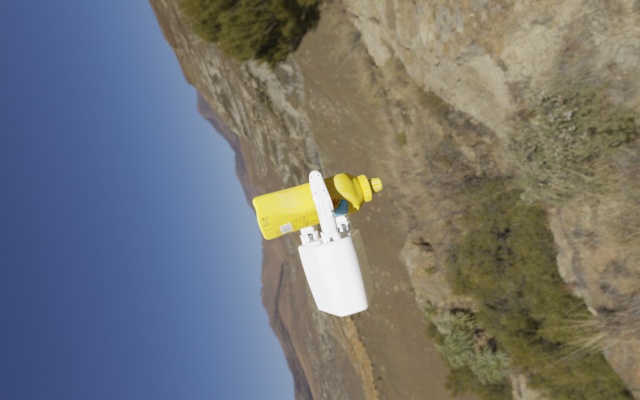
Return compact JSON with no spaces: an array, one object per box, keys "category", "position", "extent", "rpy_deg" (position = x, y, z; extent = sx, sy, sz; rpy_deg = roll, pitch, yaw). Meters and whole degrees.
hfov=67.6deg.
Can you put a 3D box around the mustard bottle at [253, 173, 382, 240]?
[{"category":"mustard bottle","position":[0.000,0.002,0.716],"extent":[0.191,0.058,0.096],"rpy_deg":[-16,-24,-4]}]
